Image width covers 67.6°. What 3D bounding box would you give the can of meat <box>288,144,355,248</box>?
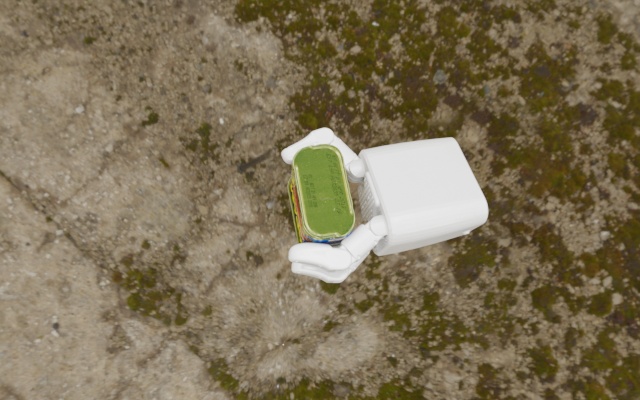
[{"bbox_3d":[0.000,0.001,0.498,0.057,0.102,0.084,-9,-16,-8],"label":"can of meat"}]
